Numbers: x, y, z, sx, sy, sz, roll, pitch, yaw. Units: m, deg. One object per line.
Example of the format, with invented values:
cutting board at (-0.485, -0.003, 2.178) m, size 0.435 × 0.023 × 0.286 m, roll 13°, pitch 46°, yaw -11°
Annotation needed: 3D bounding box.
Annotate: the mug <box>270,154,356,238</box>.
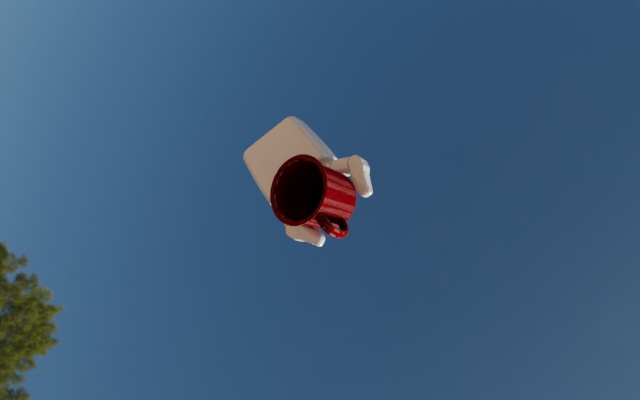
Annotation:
mug at (0.001, 0.003, 0.627) m, size 0.081 × 0.093 × 0.117 m, roll 17°, pitch 31°, yaw -52°
